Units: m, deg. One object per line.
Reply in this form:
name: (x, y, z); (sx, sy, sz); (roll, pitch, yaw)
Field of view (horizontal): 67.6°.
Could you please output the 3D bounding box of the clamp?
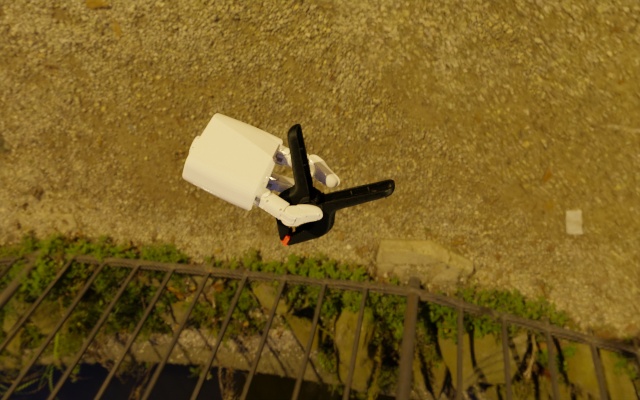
clamp: (-0.001, 0.003, 0.701); (0.164, 0.210, 0.036); (26, 41, -2)
